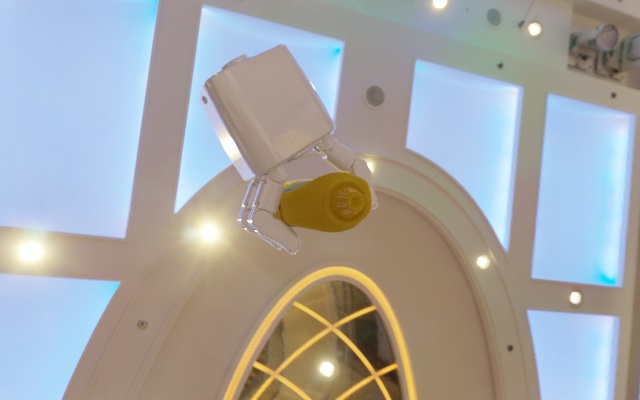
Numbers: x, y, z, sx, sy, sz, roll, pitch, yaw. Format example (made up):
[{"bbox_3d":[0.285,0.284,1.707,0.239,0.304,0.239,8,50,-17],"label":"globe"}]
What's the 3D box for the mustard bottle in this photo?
[{"bbox_3d":[0.000,0.002,0.507,0.096,0.058,0.191,-8,2,-19],"label":"mustard bottle"}]
